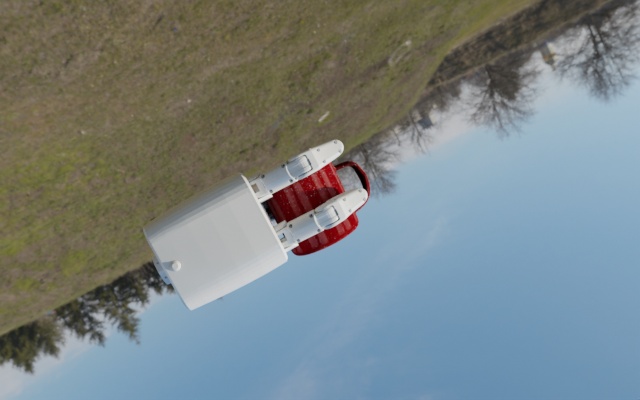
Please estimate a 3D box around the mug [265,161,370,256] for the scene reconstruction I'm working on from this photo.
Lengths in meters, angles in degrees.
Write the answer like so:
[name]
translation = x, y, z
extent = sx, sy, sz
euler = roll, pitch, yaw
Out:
[mug]
translation = 0.001, 0.001, 0.520
extent = 0.117, 0.081, 0.093
euler = -28, 7, -10
